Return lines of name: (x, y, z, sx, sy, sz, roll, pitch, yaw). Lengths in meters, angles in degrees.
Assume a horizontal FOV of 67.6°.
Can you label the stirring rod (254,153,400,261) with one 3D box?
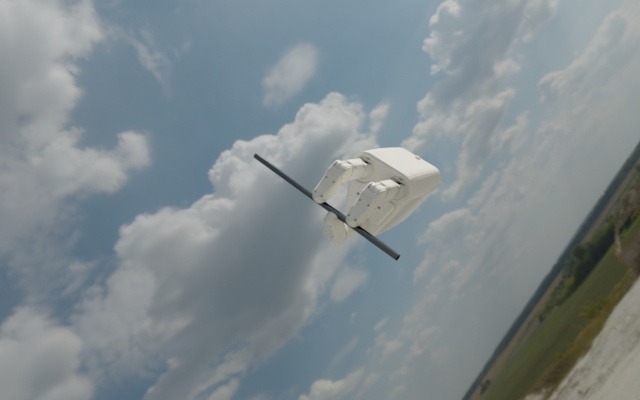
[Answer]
stirring rod: (0.000, 0.002, 0.593, 0.239, 0.011, 0.011, 36, 17, 26)
